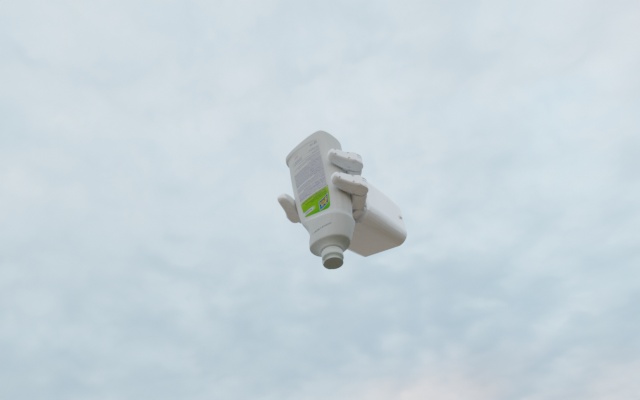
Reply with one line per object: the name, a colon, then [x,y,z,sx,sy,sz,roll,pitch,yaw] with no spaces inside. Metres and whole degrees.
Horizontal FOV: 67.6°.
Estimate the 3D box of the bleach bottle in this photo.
bleach bottle: [0.000,0.002,0.746,0.068,0.250,0.102,31,-56,-33]
